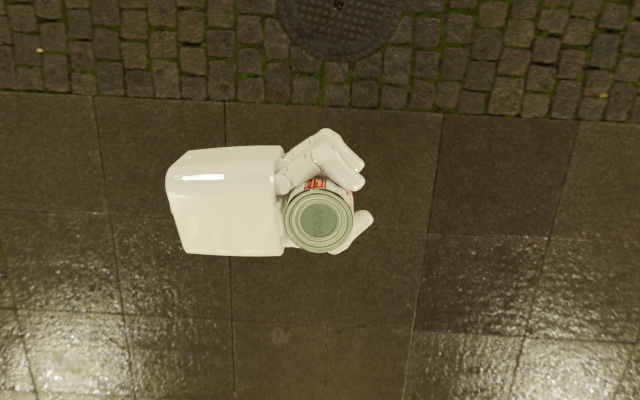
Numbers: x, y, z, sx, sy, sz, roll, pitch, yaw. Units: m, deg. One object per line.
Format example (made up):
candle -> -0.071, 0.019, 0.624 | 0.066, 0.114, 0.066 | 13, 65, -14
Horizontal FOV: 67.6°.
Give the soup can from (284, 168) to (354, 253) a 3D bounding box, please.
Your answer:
soup can -> 0.001, 0.002, 0.493 | 0.068, 0.068, 0.102 | 0, 22, 3
